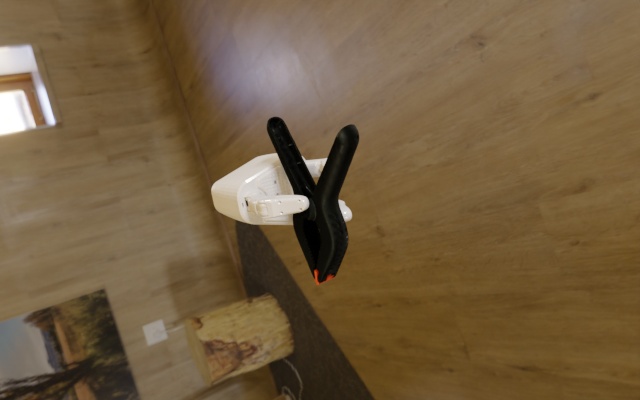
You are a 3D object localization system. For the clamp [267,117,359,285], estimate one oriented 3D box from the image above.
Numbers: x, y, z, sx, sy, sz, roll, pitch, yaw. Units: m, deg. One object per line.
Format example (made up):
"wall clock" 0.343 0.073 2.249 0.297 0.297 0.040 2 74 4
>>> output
"clamp" -0.001 0.003 0.561 0.036 0.210 0.164 -17 14 -31
